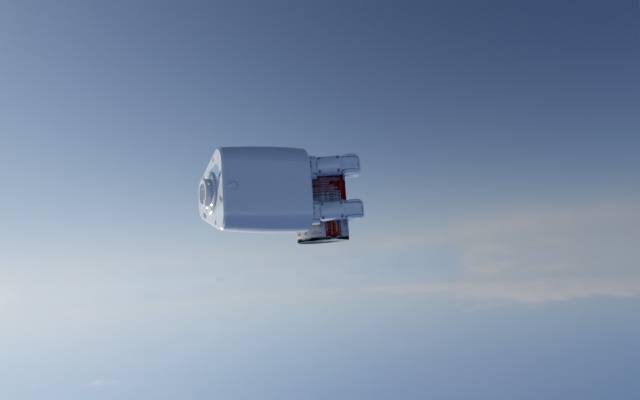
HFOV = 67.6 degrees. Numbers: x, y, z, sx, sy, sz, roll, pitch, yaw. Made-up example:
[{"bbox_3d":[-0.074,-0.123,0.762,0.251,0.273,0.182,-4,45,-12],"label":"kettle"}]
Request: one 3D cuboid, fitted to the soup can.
[{"bbox_3d":[0.001,0.002,0.607,0.068,0.102,0.068,-4,-8,-1],"label":"soup can"}]
